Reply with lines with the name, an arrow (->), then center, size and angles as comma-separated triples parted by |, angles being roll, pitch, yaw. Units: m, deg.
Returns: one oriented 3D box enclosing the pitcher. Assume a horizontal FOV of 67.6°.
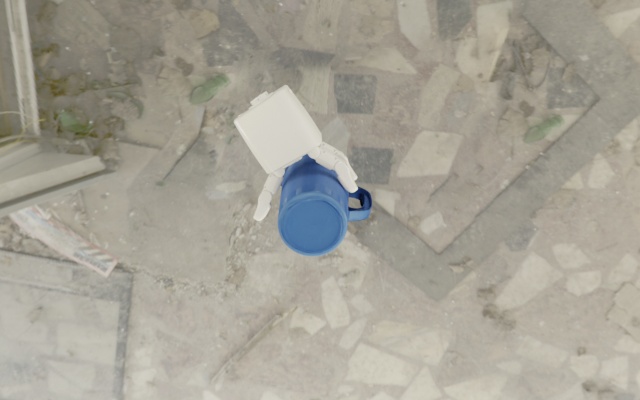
pitcher -> 0.000, 0.003, 0.833 | 0.149, 0.145, 0.242 | -31, 16, 10
